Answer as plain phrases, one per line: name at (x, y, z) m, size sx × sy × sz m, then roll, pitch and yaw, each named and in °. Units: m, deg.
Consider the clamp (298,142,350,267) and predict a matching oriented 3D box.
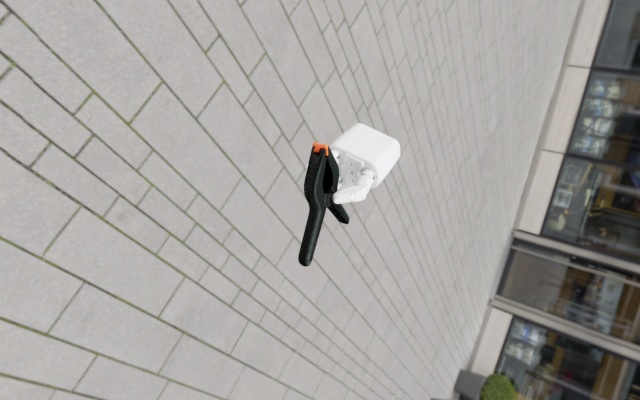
clamp at (0.001, 0.002, 0.837) m, size 0.036 × 0.210 × 0.164 m, roll 13°, pitch 41°, yaw 26°
